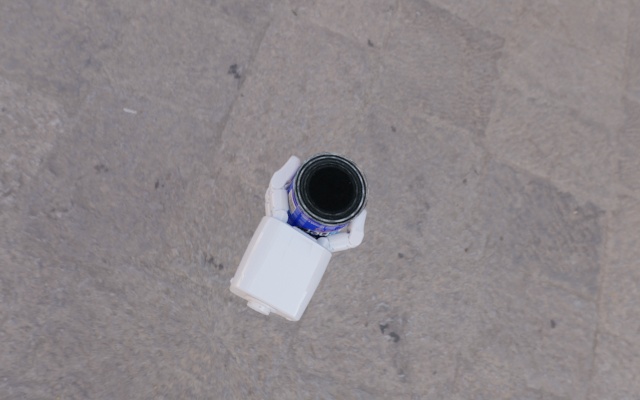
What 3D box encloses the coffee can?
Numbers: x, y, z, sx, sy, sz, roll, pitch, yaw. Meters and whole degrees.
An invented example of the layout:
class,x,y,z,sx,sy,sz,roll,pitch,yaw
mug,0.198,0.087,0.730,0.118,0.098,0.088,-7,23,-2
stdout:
class,x,y,z,sx,sy,sz,roll,pitch,yaw
coffee can,0.000,0.002,0.693,0.103,0.102,0.140,0,-15,-13
